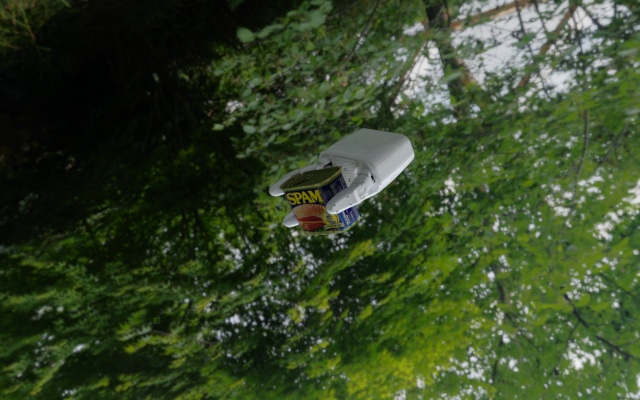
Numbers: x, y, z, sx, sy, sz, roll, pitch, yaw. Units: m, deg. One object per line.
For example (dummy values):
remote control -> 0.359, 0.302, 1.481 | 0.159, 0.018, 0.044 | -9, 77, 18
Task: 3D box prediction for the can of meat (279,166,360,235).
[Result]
can of meat -> 0.000, 0.003, 0.706 | 0.102, 0.084, 0.057 | -6, 25, 44
